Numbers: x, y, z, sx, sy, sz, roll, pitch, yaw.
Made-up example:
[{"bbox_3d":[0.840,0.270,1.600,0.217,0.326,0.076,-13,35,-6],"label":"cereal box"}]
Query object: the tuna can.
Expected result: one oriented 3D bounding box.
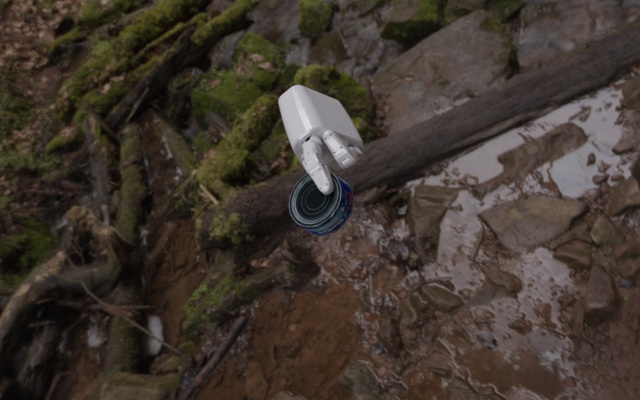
[{"bbox_3d":[0.000,0.002,0.647,0.086,0.086,0.034,0,-20,33],"label":"tuna can"}]
